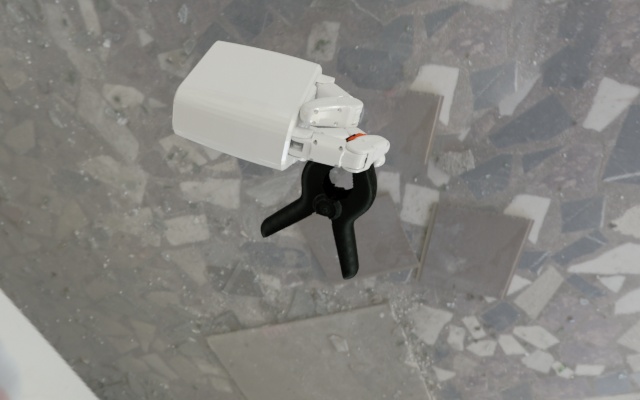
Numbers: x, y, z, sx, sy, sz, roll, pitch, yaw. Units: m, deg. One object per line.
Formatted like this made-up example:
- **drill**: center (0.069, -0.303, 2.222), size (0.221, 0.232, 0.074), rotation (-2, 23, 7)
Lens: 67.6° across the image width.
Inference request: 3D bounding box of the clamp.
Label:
- **clamp**: center (0.000, 0.002, 0.504), size (0.120, 0.172, 0.039), rotation (16, 32, 4)
